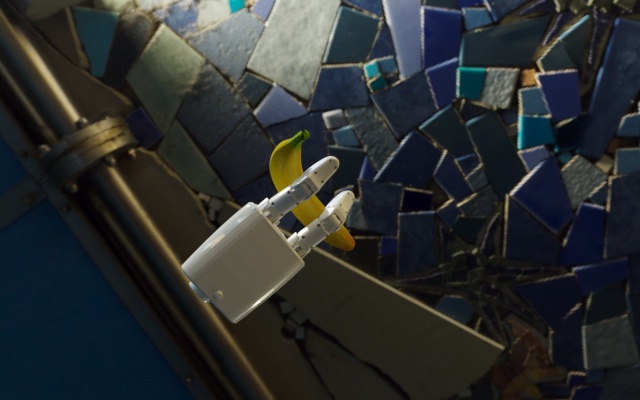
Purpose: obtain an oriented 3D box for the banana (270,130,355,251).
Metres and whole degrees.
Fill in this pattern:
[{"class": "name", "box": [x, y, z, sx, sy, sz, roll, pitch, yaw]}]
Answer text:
[{"class": "banana", "box": [-0.016, -0.004, 0.592, 0.069, 0.037, 0.198, 12, -37, 36]}]
